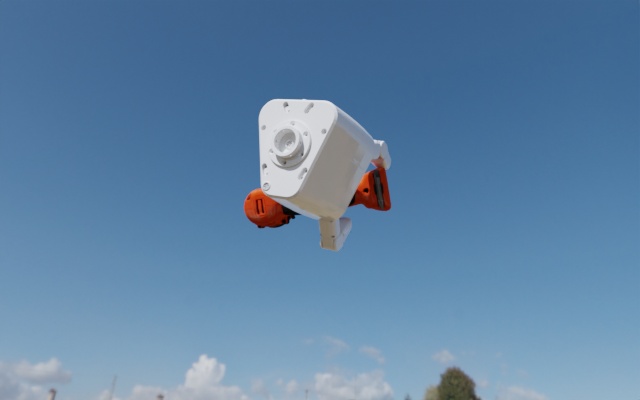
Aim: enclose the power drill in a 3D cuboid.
[{"bbox_3d":[0.001,0.002,0.660,0.187,0.057,0.184,-11,-2,4],"label":"power drill"}]
